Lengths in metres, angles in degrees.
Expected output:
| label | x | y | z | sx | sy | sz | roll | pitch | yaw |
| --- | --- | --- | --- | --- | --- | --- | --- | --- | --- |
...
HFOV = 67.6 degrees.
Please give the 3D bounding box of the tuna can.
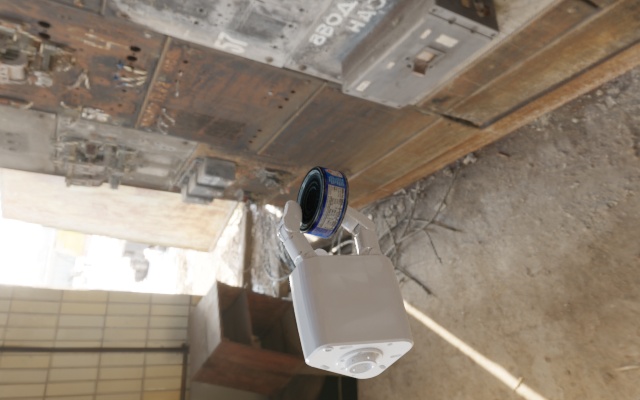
| label | x | y | z | sx | sy | sz | roll | pitch | yaw |
| --- | --- | --- | --- | --- | --- | --- | --- | --- | --- |
| tuna can | 0.000 | 0.002 | 0.587 | 0.034 | 0.086 | 0.086 | 13 | -5 | -23 |
